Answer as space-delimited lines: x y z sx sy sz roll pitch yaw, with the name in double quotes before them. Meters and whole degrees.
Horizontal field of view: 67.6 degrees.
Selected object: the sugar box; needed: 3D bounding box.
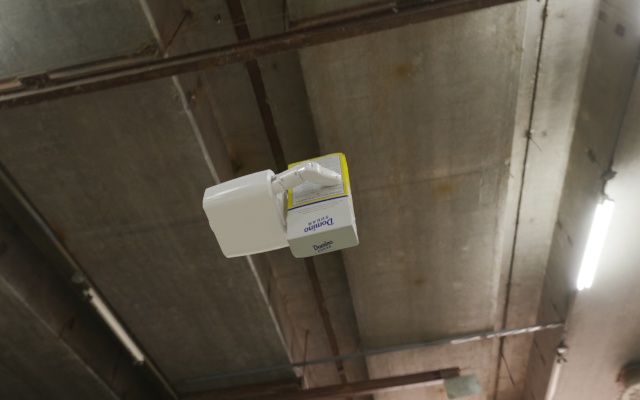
"sugar box" 0.000 0.003 0.705 0.093 0.048 0.176 -13 41 9
